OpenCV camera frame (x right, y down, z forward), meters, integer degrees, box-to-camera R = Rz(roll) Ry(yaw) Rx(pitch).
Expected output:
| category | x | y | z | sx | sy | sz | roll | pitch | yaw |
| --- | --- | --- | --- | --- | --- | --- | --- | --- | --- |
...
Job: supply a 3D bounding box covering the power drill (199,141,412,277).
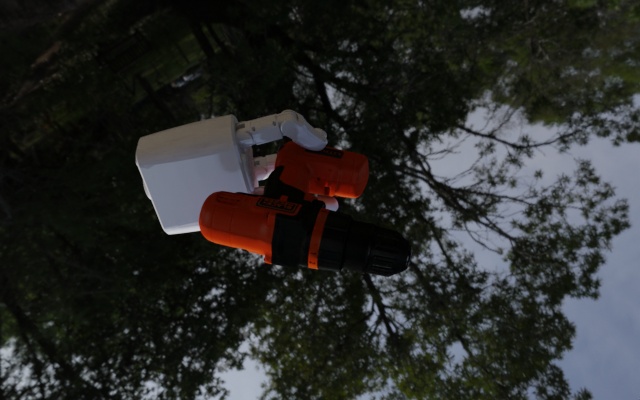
| category | x | y | z | sx | sy | sz | roll | pitch | yaw |
| --- | --- | --- | --- | --- | --- | --- | --- | --- | --- |
| power drill | 0.000 | 0.001 | 0.469 | 0.184 | 0.057 | 0.187 | 13 | 25 | 7 |
